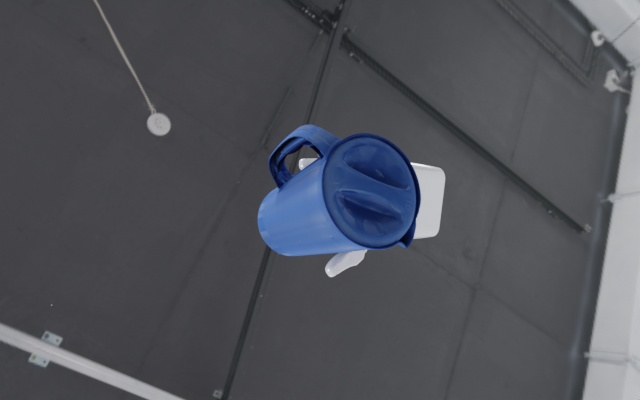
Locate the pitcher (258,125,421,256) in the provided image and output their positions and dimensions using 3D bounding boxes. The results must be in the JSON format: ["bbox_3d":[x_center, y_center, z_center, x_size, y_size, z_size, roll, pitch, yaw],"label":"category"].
[{"bbox_3d":[0.000,0.002,0.629,0.145,0.149,0.243,0,-11,-29],"label":"pitcher"}]
